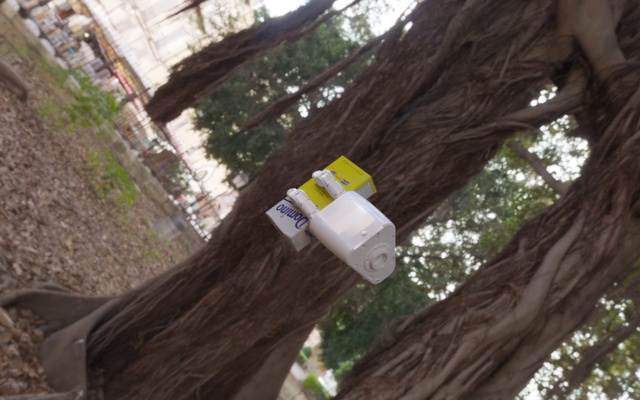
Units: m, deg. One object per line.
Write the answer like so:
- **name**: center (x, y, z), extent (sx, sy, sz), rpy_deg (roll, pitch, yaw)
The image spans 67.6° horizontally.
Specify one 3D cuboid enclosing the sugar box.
- **sugar box**: center (0.000, 0.002, 0.834), extent (0.176, 0.048, 0.093), rpy_deg (-36, 42, -12)
